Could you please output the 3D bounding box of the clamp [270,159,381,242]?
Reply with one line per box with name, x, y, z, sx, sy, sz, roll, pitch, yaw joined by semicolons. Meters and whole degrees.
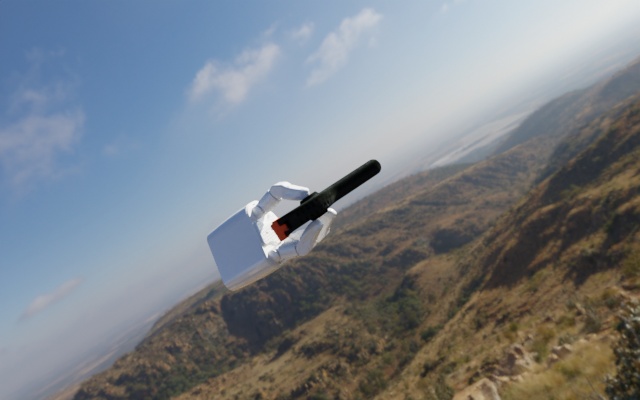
clamp;-0.001;0.002;0.706;0.164;0.036;0.210;-34;0;28
